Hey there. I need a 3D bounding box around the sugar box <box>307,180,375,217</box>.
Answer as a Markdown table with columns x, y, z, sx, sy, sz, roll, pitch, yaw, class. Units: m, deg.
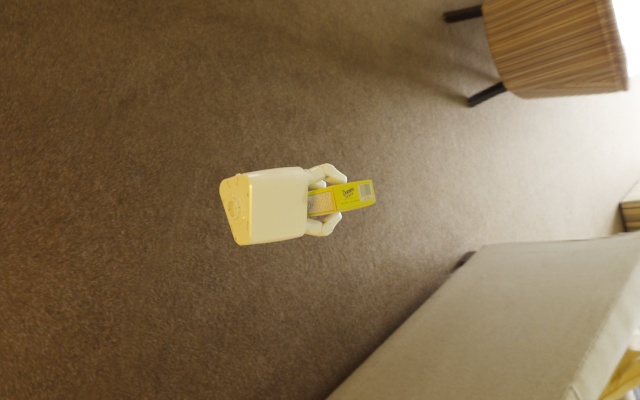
| x | y | z | sx | sy | sz | roll | pitch | yaw | class |
| --- | --- | --- | --- | --- | --- | --- | --- | --- | --- |
| 0.000 | 0.002 | 0.827 | 0.093 | 0.048 | 0.176 | -11 | 1 | -41 | sugar box |
